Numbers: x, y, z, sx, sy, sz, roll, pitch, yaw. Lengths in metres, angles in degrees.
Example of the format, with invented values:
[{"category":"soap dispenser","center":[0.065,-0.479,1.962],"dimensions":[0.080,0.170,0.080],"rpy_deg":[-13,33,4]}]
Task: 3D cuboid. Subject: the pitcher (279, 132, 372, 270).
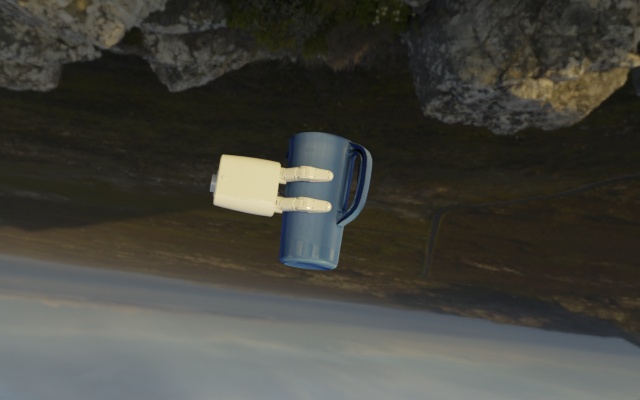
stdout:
[{"category":"pitcher","center":[0.000,0.003,0.890],"dimensions":[0.145,0.242,0.149],"rpy_deg":[10,-14,-12]}]
